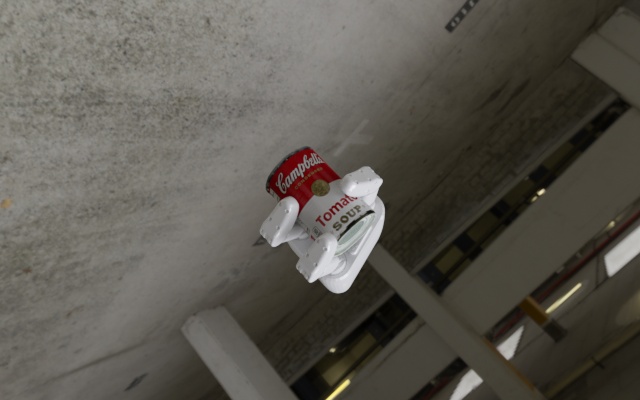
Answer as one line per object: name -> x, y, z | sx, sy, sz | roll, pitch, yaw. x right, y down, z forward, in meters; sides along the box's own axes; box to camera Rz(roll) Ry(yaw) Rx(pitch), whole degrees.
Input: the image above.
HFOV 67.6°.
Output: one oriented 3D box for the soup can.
soup can -> 0.000, 0.002, 0.500 | 0.102, 0.068, 0.068 | 46, 18, 18
